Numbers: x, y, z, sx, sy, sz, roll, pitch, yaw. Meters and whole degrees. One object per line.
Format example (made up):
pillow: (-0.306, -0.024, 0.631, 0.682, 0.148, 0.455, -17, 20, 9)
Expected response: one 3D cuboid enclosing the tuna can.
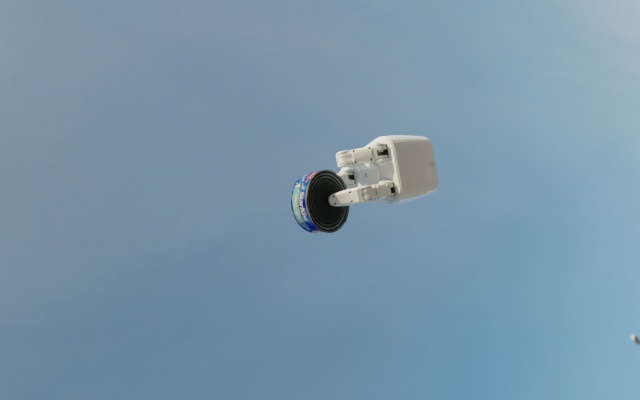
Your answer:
tuna can: (0.000, 0.002, 0.656, 0.034, 0.086, 0.086, -6, -4, 43)
